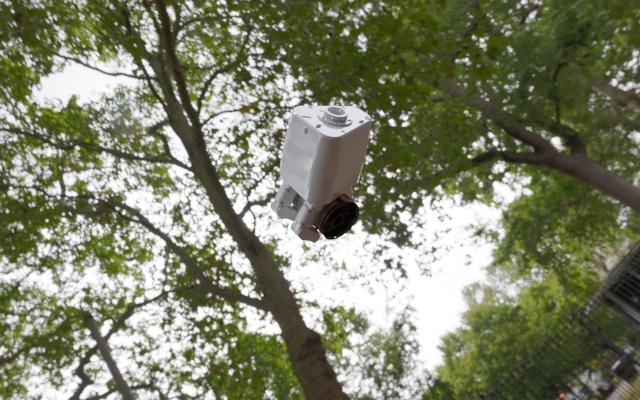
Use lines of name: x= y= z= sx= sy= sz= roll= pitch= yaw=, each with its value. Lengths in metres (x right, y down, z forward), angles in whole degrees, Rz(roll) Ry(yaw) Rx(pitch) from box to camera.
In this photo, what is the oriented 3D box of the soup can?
soup can: x=0.000 y=0.003 z=0.720 sx=0.068 sy=0.068 sz=0.102 roll=0 pitch=33 yaw=-46
